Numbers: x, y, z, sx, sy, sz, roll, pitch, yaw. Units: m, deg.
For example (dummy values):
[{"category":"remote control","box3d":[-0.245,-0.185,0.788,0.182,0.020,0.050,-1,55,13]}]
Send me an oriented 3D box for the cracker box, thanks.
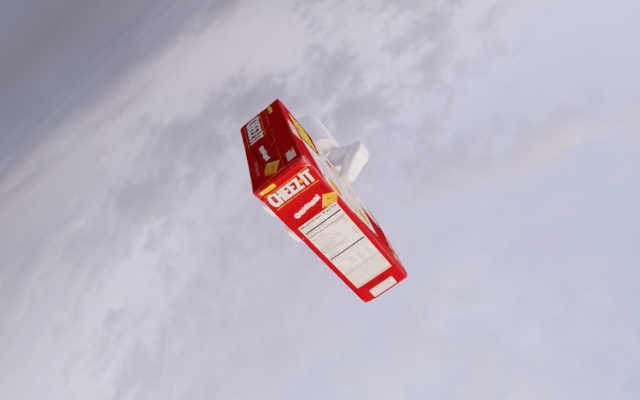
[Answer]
[{"category":"cracker box","box3d":[0.000,0.002,0.574,0.072,0.214,0.164,-37,33,9]}]
